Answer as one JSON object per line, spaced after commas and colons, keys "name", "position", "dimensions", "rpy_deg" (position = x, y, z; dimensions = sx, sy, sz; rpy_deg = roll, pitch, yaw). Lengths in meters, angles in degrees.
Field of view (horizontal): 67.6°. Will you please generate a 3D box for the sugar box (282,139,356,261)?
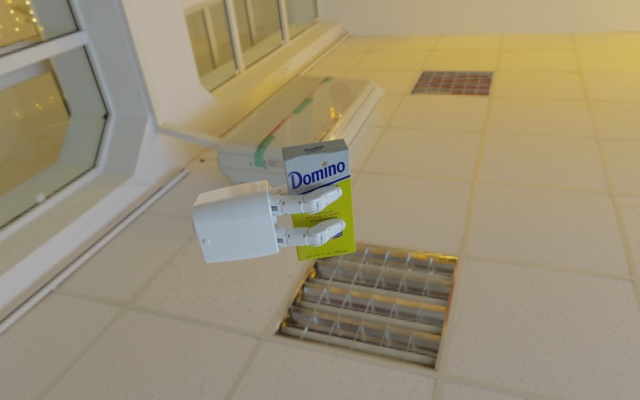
{"name": "sugar box", "position": [0.000, 0.003, 0.704], "dimensions": [0.093, 0.176, 0.048], "rpy_deg": [-10, 33, -4]}
